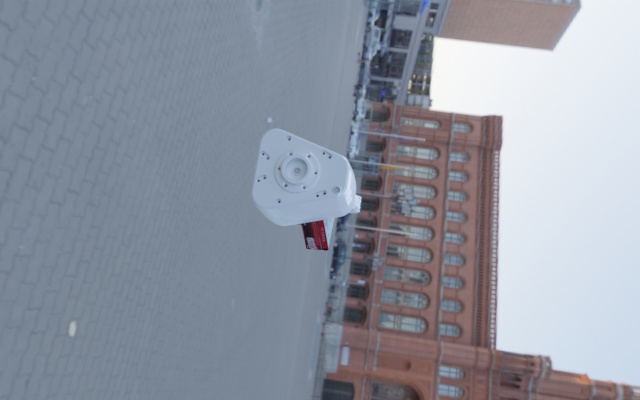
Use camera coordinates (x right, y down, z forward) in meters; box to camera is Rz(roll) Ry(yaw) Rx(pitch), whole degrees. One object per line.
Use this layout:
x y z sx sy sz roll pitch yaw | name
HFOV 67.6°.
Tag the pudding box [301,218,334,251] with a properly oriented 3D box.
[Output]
0.000 0.002 0.689 0.039 0.113 0.090 6 -38 11 | pudding box
